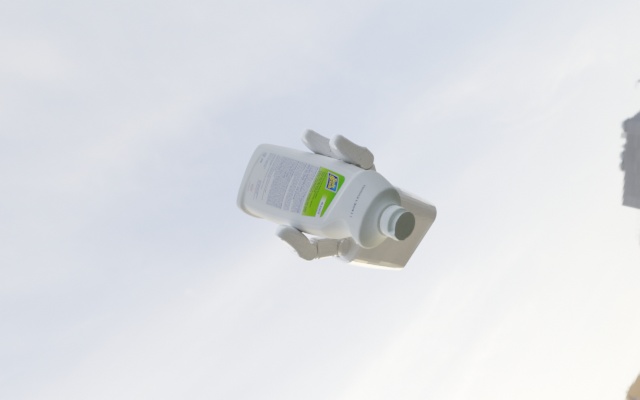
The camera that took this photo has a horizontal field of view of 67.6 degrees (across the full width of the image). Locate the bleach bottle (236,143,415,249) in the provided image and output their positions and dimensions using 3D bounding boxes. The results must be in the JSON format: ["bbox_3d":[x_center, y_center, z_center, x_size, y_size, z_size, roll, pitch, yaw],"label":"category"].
[{"bbox_3d":[0.000,0.002,0.541,0.068,0.102,0.250,17,3,-41],"label":"bleach bottle"}]
